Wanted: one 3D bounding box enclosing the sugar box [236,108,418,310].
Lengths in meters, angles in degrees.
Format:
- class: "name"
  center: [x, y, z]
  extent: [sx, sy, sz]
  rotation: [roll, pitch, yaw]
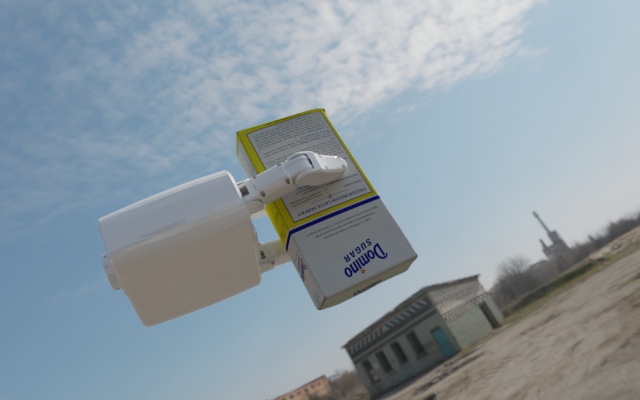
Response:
- class: "sugar box"
  center: [0.000, 0.002, 0.433]
  extent: [0.093, 0.176, 0.048]
  rotation: [-21, -22, -20]
